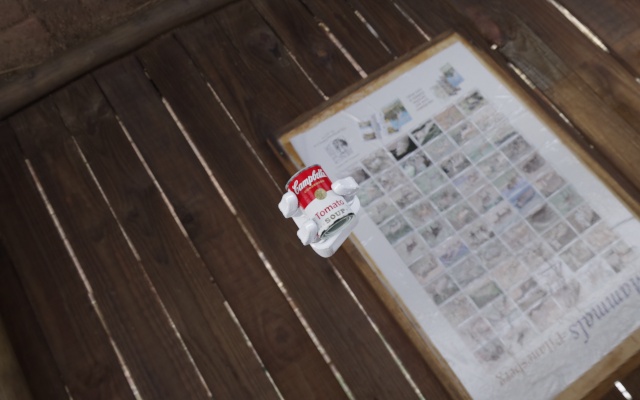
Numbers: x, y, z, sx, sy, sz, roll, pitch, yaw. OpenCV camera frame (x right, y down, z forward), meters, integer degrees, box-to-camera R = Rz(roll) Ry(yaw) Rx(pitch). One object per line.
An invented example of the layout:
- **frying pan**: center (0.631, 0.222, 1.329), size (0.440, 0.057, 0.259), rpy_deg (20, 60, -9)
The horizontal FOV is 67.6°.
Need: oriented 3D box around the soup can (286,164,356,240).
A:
- **soup can**: center (0.000, 0.002, 0.754), size (0.068, 0.102, 0.068), rpy_deg (-32, -17, -11)
